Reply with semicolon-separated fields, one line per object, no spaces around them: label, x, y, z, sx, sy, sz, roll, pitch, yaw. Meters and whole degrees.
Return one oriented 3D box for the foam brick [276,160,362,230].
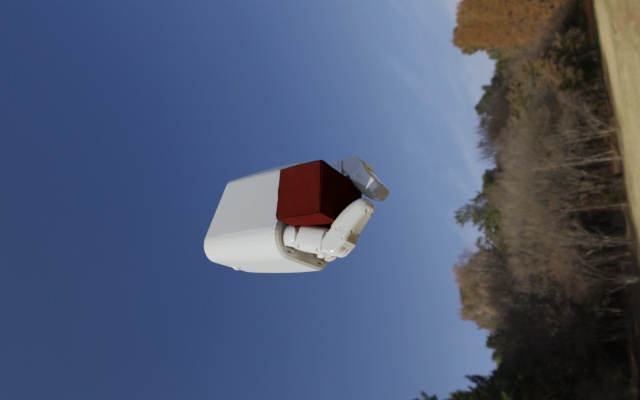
foam brick;0.000;0.001;0.468;0.051;0.053;0.078;-9;-23;32
